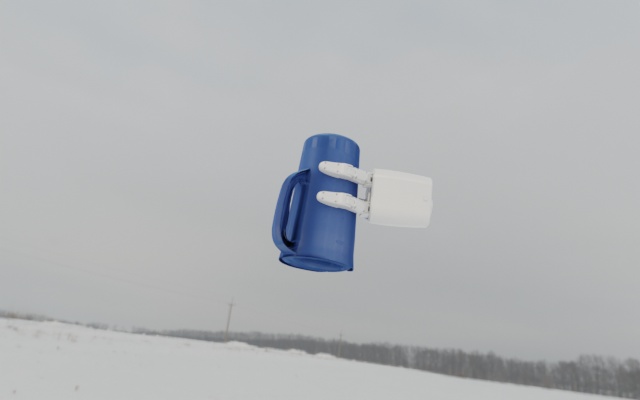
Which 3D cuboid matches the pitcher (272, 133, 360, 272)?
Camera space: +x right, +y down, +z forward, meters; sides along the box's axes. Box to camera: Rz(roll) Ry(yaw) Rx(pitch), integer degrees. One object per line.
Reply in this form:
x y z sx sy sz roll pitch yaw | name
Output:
0.000 0.003 0.862 0.145 0.242 0.149 7 -18 1 | pitcher
